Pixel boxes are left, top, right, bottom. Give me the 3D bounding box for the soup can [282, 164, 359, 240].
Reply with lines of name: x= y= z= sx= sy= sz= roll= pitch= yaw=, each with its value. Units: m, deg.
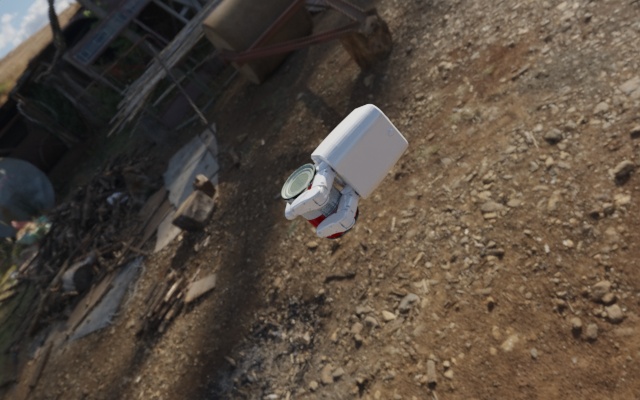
soup can: x=0.000 y=0.002 z=0.711 sx=0.102 sy=0.068 sz=0.068 roll=43 pitch=-24 yaw=-28
